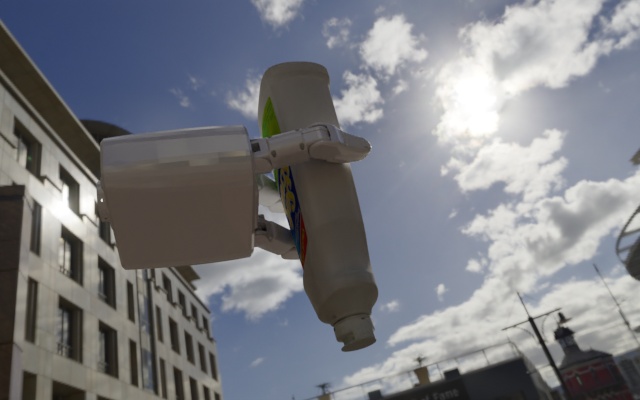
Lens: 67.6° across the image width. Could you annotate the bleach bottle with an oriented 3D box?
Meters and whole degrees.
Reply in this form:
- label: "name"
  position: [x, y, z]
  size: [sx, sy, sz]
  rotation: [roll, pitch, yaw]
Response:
- label: "bleach bottle"
  position: [0.000, 0.001, 0.417]
  size: [0.068, 0.250, 0.103]
  rotation: [-6, -32, -17]
